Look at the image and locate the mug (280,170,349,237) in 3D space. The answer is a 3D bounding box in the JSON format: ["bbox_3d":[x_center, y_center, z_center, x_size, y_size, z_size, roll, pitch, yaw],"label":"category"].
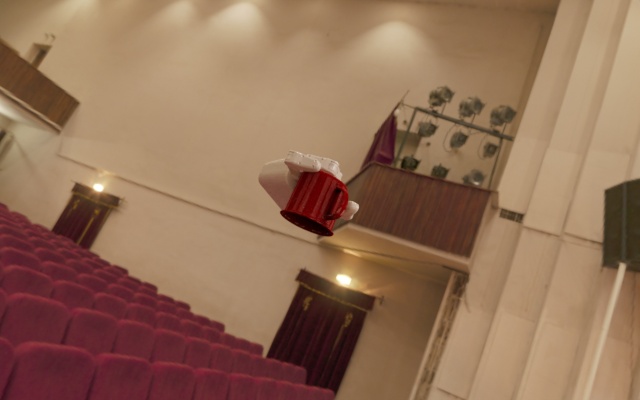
[{"bbox_3d":[0.001,0.002,0.761,0.093,0.081,0.117,34,-19,-33],"label":"mug"}]
